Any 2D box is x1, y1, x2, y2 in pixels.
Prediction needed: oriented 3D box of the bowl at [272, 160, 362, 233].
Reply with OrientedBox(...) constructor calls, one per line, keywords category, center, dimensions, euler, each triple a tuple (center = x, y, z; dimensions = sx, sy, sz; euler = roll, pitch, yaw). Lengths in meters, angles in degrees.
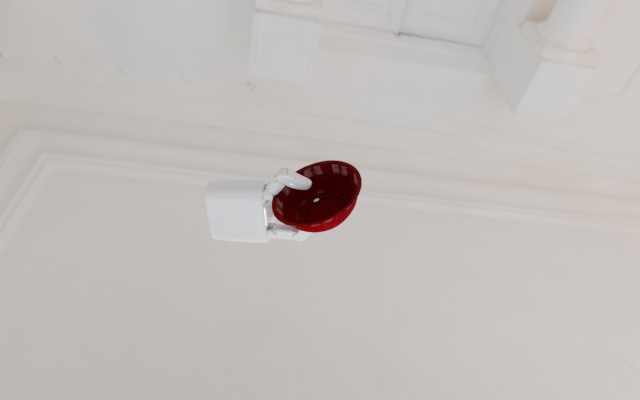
OrientedBox(category="bowl", center=(0.001, 0.003, 0.822), dimensions=(0.162, 0.055, 0.162), euler=(-15, 40, 13))
